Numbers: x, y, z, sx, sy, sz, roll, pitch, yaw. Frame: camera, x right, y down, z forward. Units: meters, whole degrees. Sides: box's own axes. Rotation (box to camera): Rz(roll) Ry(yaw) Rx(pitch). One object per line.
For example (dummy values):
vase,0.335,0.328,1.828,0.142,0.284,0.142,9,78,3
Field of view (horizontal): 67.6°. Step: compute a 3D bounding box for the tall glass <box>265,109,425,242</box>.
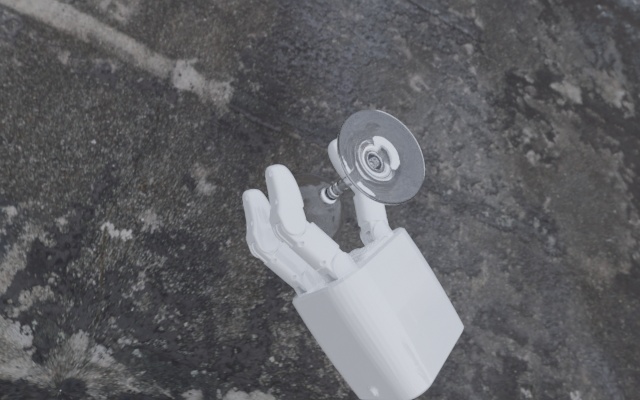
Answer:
tall glass,0.000,0.001,0.421,0.079,0.079,0.201,0,-19,-29
